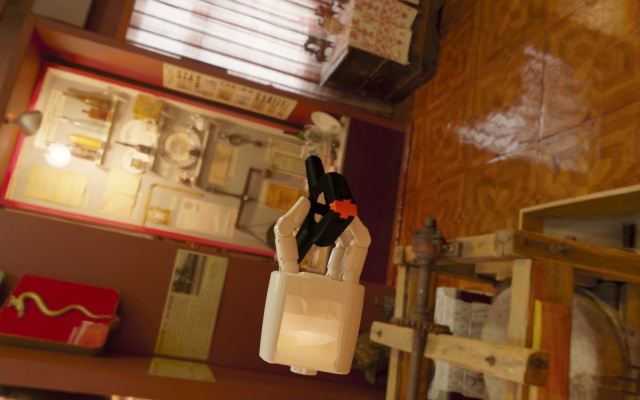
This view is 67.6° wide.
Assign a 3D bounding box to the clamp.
[{"bbox_3d":[-0.001,0.002,0.628,0.036,0.164,0.210,12,-12,-16],"label":"clamp"}]
